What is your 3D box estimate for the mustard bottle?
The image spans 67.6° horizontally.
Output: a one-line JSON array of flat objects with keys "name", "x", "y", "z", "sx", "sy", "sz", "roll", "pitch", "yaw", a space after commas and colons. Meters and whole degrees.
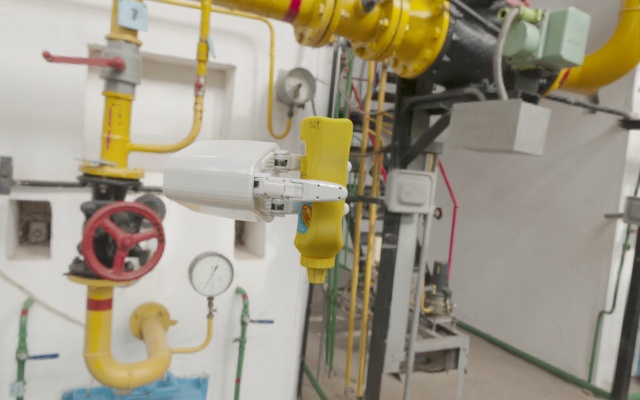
[{"name": "mustard bottle", "x": 0.000, "y": 0.002, "z": 0.557, "sx": 0.058, "sy": 0.191, "sz": 0.096, "roll": 3, "pitch": 5, "yaw": -13}]
